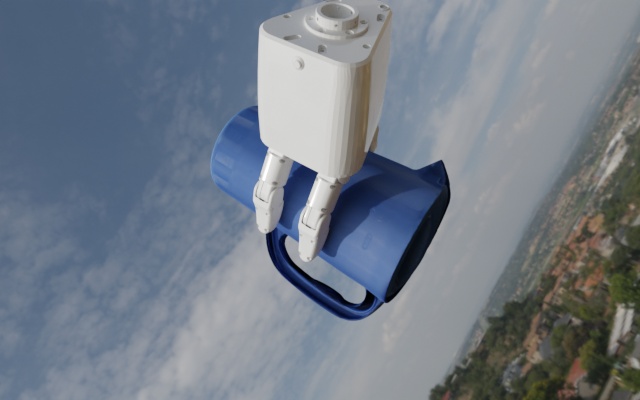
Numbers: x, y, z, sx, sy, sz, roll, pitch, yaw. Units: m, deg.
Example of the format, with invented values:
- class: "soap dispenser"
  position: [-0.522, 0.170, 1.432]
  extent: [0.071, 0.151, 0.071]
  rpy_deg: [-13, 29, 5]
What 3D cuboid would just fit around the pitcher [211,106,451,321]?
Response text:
- class: "pitcher"
  position: [0.000, 0.002, 0.510]
  extent: [0.243, 0.145, 0.149]
  rpy_deg: [29, 54, 21]
